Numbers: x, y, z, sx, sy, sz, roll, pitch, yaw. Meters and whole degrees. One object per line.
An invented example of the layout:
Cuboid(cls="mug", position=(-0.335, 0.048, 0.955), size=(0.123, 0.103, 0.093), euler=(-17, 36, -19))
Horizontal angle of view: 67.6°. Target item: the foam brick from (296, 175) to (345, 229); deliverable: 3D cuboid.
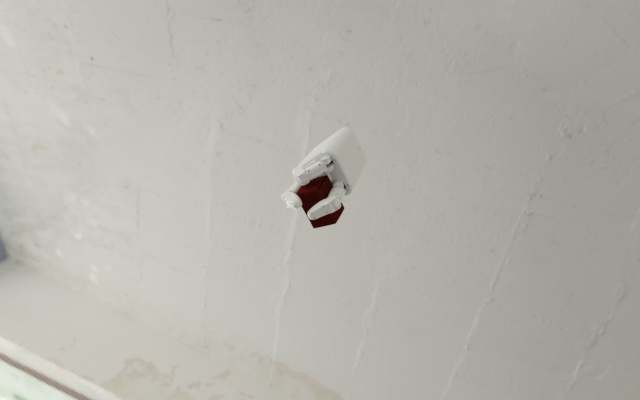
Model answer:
Cuboid(cls="foam brick", position=(0.000, 0.003, 0.877), size=(0.053, 0.078, 0.051), euler=(-12, 28, 32))
